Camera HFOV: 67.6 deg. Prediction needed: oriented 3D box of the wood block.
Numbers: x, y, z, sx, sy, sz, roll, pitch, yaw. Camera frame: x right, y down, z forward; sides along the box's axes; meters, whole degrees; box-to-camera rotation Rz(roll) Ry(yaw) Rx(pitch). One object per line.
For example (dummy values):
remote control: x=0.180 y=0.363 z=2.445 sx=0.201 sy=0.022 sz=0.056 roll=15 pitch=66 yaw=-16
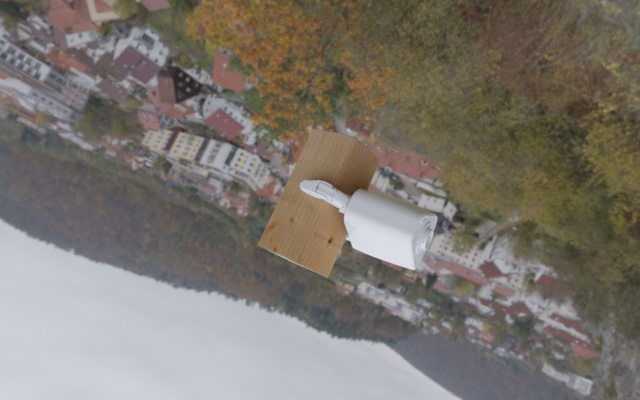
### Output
wood block: x=0.000 y=0.003 z=0.752 sx=0.090 sy=0.206 sz=0.091 roll=18 pitch=-11 yaw=39
